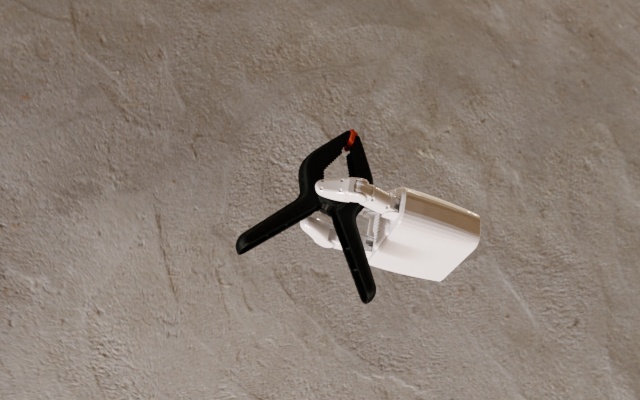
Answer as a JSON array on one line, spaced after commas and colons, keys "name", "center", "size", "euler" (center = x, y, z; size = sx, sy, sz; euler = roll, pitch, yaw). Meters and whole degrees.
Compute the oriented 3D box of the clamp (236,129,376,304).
[{"name": "clamp", "center": [0.001, 0.001, 0.564], "size": [0.164, 0.210, 0.036], "euler": [17, -26, -10]}]
